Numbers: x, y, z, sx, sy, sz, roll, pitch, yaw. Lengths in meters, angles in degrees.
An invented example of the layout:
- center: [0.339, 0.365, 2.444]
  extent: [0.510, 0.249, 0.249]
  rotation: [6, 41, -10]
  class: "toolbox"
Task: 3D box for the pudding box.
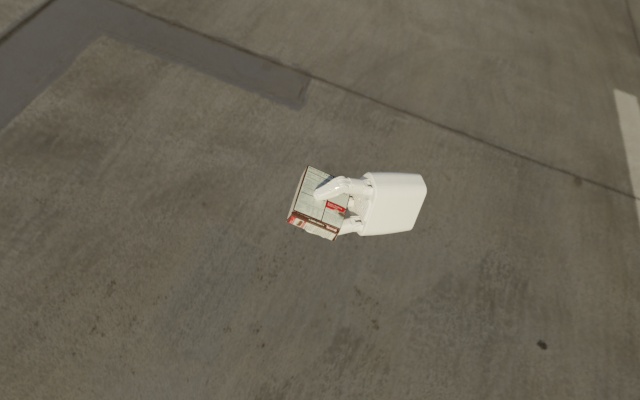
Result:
- center: [0.000, 0.003, 0.817]
  extent: [0.090, 0.113, 0.039]
  rotation: [22, -42, -6]
  class: "pudding box"
